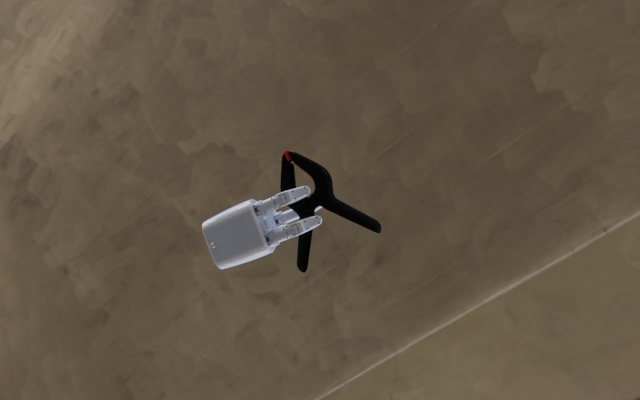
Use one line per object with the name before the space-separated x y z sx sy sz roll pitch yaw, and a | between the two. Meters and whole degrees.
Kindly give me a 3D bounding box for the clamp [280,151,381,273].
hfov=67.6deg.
clamp | 0.000 0.002 0.833 0.164 0.210 0.036 -22 -3 13
